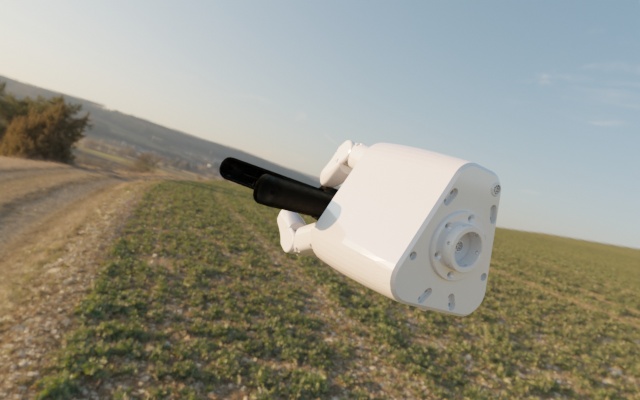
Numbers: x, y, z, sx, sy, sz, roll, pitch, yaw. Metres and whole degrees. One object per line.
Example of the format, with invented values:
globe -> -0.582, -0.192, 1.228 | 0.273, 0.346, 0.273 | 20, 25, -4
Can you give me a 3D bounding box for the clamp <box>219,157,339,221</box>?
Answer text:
clamp -> 0.001, 0.001, 0.488 | 0.210, 0.036, 0.164 | 18, 4, -31
